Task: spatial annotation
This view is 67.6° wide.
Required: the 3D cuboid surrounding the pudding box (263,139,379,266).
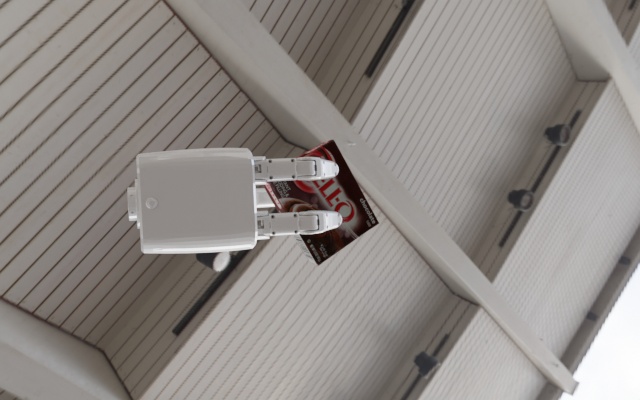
[{"bbox_3d":[0.000,0.002,0.536,0.090,0.113,0.039,-33,12,-18],"label":"pudding box"}]
